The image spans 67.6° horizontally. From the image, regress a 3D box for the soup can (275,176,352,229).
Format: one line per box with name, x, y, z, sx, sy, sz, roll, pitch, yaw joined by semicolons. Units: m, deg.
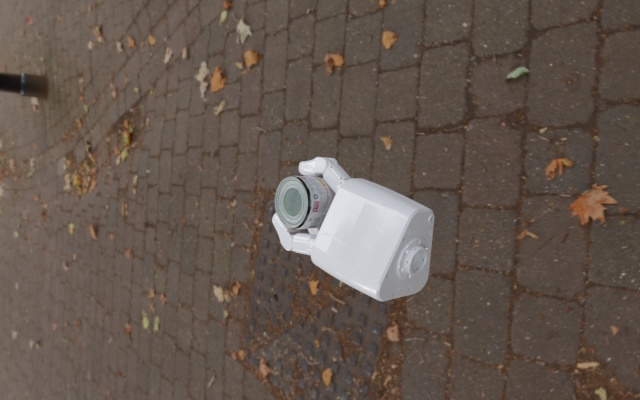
soup can;0.000;0.002;0.624;0.102;0.068;0.068;-1;1;-43
